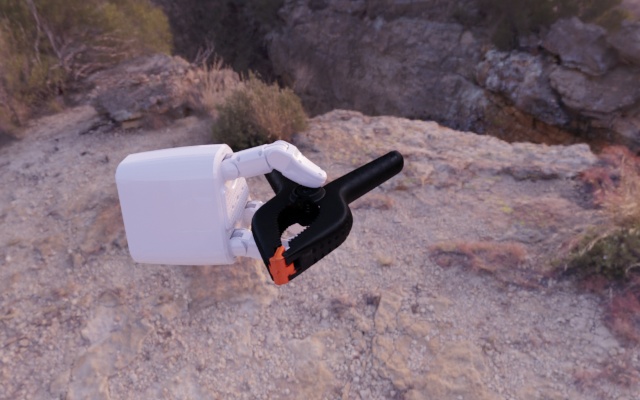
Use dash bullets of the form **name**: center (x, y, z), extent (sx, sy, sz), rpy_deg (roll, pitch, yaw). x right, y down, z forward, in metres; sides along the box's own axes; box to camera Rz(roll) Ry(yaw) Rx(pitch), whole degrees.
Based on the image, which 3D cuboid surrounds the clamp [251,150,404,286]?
- **clamp**: center (0.000, 0.001, 0.464), extent (0.164, 0.036, 0.209), rpy_deg (-4, 31, 10)
